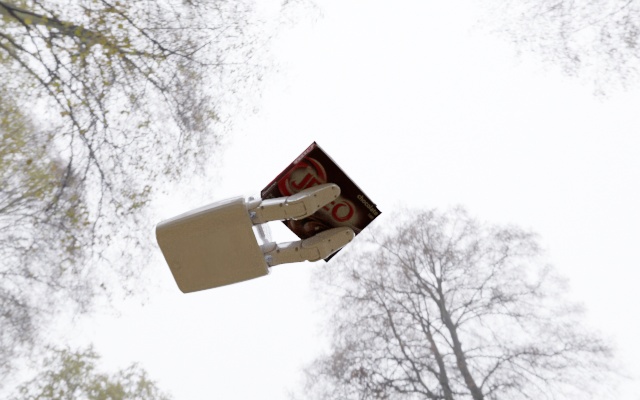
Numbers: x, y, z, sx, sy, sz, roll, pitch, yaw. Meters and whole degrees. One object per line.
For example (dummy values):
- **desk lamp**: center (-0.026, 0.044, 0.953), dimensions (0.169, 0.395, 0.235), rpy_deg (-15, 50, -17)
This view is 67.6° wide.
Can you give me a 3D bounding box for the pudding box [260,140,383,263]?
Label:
- **pudding box**: center (0.000, 0.002, 0.548), dimensions (0.113, 0.090, 0.039), rpy_deg (44, 11, -19)
